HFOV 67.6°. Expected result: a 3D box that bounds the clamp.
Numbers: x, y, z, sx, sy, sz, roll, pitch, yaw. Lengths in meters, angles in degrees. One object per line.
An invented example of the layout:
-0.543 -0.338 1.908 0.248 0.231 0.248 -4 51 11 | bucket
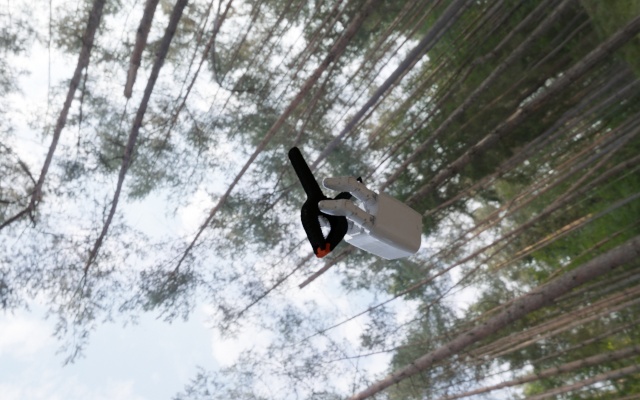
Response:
0.000 0.004 0.861 0.164 0.209 0.036 27 -42 -20 | clamp
